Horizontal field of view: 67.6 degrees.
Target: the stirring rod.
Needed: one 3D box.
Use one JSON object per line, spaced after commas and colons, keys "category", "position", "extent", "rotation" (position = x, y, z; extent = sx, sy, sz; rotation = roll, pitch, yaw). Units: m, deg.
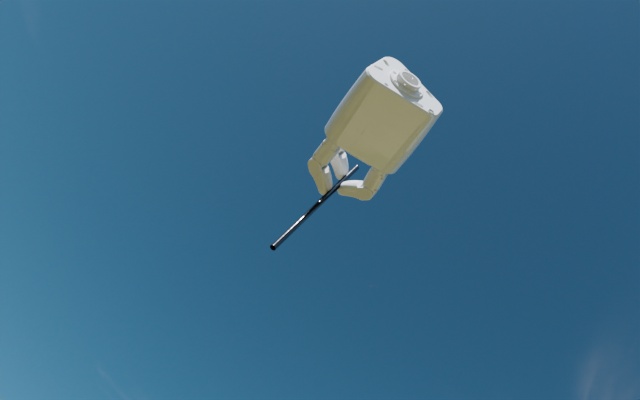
{"category": "stirring rod", "position": [0.000, 0.002, 0.657], "extent": [0.011, 0.011, 0.239], "rotation": [0, 27, 32]}
